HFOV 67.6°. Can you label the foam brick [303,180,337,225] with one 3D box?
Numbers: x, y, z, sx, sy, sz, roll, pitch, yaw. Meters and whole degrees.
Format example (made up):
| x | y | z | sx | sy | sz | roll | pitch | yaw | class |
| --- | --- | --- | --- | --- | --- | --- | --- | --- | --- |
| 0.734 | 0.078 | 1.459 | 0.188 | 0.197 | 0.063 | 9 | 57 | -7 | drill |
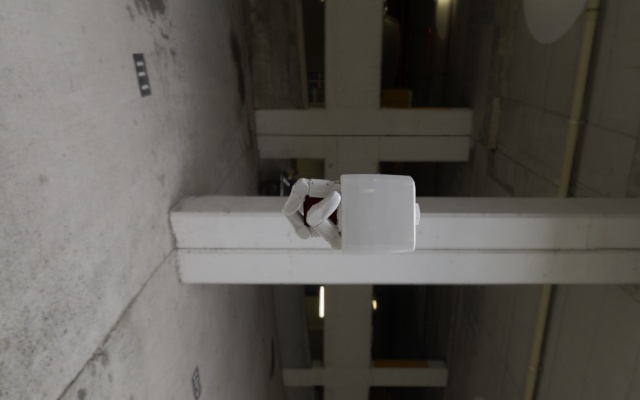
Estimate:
| x | y | z | sx | sy | sz | roll | pitch | yaw | class |
| --- | --- | --- | --- | --- | --- | --- | --- | --- | --- |
| 0.000 | 0.002 | 0.753 | 0.051 | 0.053 | 0.078 | -2 | 18 | 1 | foam brick |
